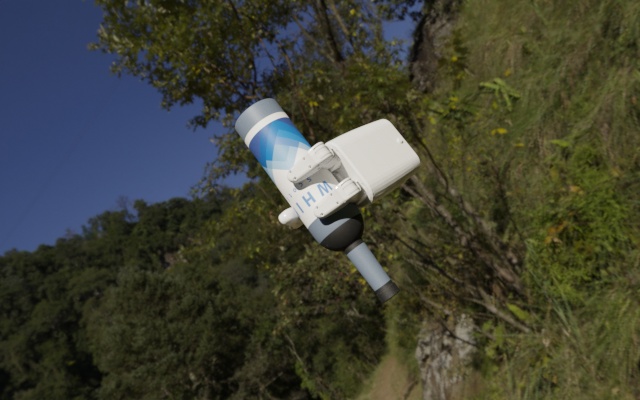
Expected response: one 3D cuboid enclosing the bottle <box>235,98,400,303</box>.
[{"bbox_3d":[0.000,0.002,0.609,0.069,0.295,0.069,-35,-11,-8],"label":"bottle"}]
